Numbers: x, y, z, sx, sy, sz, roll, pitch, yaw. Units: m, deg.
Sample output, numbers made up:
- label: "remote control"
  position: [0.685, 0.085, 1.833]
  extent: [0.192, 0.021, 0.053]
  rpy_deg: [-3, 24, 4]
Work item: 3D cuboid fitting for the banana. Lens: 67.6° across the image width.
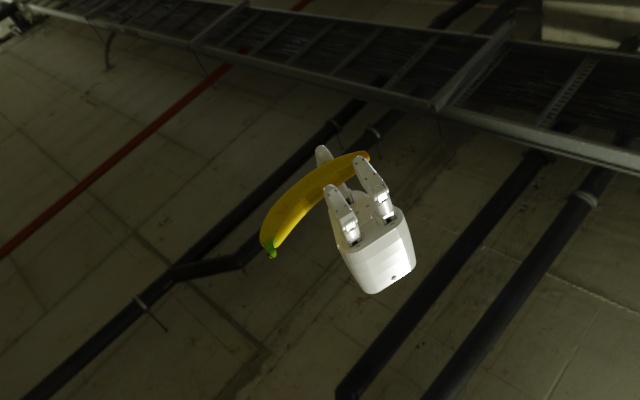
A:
- label: "banana"
  position: [-0.015, 0.000, 0.608]
  extent: [0.069, 0.037, 0.197]
  rpy_deg: [17, 53, 41]
